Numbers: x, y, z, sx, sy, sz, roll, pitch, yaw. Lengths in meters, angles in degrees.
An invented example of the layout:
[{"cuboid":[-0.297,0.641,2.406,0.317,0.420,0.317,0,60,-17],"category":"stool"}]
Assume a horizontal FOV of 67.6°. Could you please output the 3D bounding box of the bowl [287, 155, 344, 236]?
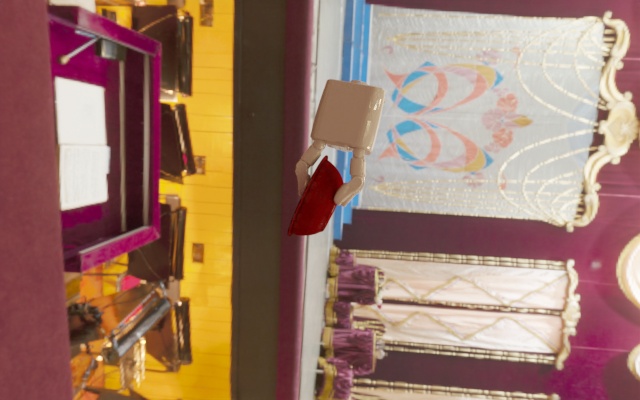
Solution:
[{"cuboid":[0.000,0.004,0.855,0.055,0.162,0.162,26,2,4],"category":"bowl"}]
